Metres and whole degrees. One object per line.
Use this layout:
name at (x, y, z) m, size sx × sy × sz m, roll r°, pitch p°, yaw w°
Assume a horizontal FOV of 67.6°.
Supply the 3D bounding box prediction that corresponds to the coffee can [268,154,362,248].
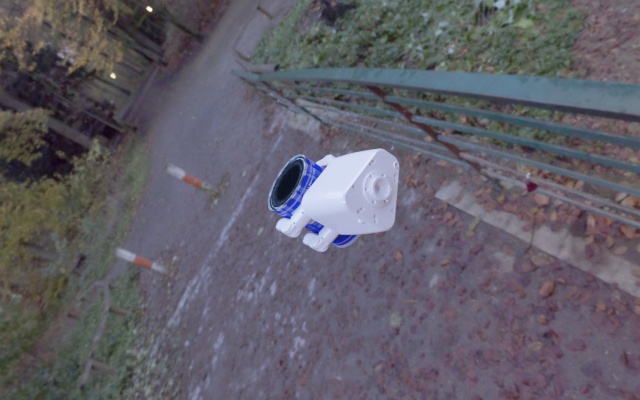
coffee can at (0.000, 0.003, 0.785) m, size 0.140 × 0.102 × 0.103 m, roll 30°, pitch -14°, yaw -26°
